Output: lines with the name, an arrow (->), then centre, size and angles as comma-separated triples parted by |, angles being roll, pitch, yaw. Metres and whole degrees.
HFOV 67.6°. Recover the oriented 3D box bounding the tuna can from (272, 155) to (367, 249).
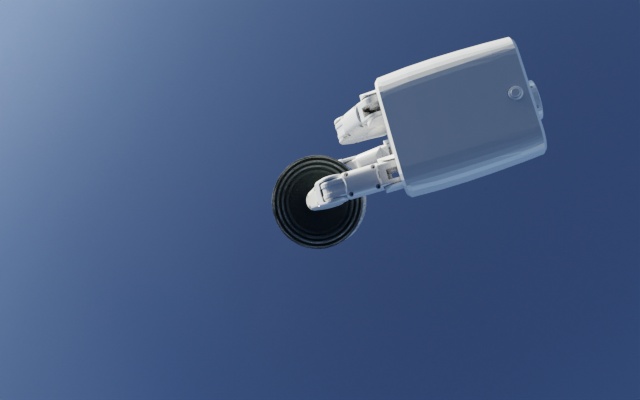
tuna can -> 0.000, 0.001, 0.451 | 0.086, 0.086, 0.034 | 0, 0, 14
